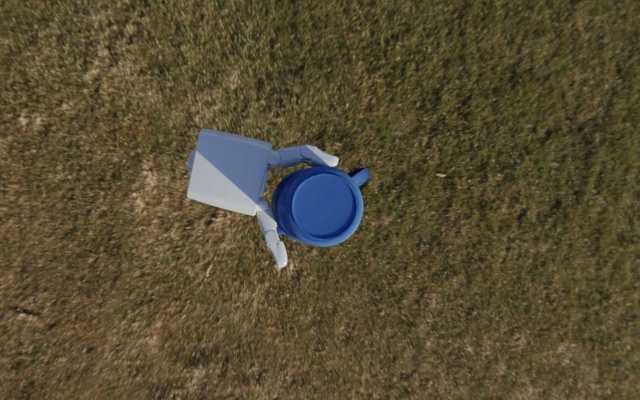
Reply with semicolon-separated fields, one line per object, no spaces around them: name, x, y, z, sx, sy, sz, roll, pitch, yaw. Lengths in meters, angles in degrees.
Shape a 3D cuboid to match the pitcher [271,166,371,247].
pitcher;0.000;0.002;0.746;0.145;0.149;0.243;14;-2;-7
